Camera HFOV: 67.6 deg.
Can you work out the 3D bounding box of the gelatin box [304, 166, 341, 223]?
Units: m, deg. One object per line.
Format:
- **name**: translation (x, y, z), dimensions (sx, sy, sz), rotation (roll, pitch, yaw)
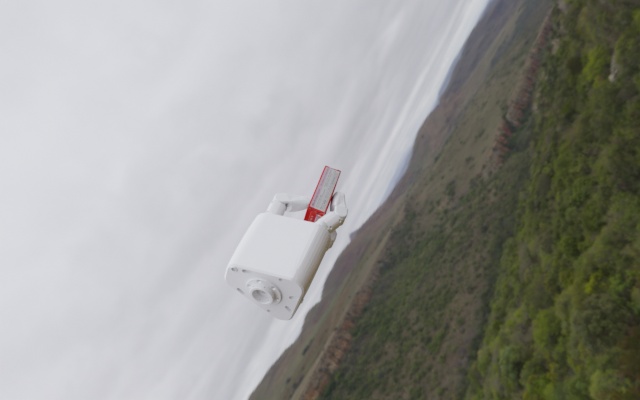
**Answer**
- **gelatin box**: translation (0.000, 0.002, 0.741), dimensions (0.030, 0.089, 0.073), rotation (21, -35, 0)
